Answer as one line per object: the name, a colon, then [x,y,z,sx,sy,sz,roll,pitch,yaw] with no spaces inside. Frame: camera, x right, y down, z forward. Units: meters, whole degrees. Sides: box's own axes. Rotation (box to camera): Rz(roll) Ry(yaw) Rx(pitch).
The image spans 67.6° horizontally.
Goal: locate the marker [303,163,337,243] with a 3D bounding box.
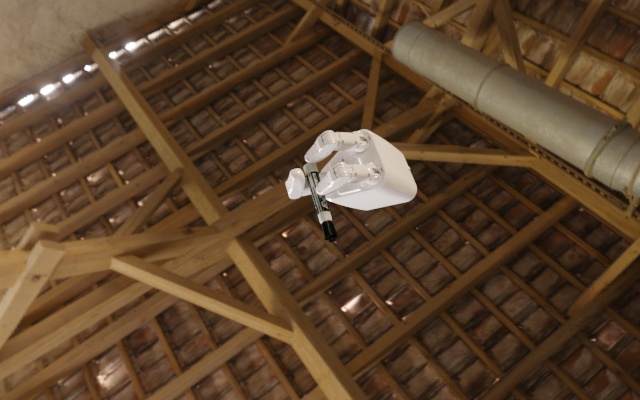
marker: [0.000,0.002,0.667,0.020,0.121,0.020,-14,-24,-6]
